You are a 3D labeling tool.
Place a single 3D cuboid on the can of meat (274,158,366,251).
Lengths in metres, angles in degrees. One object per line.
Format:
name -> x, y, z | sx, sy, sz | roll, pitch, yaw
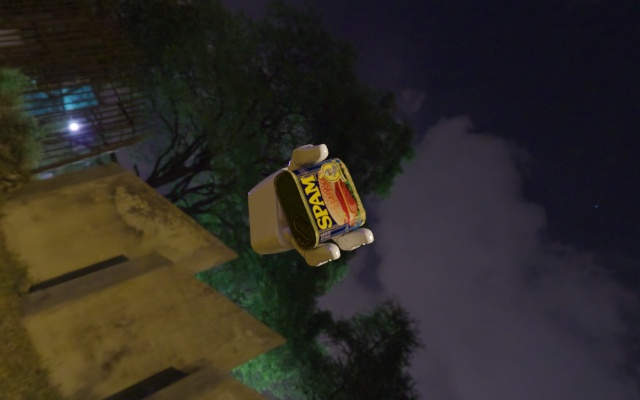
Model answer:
can of meat -> 0.000, 0.002, 0.615 | 0.084, 0.102, 0.057 | -19, -5, -33
